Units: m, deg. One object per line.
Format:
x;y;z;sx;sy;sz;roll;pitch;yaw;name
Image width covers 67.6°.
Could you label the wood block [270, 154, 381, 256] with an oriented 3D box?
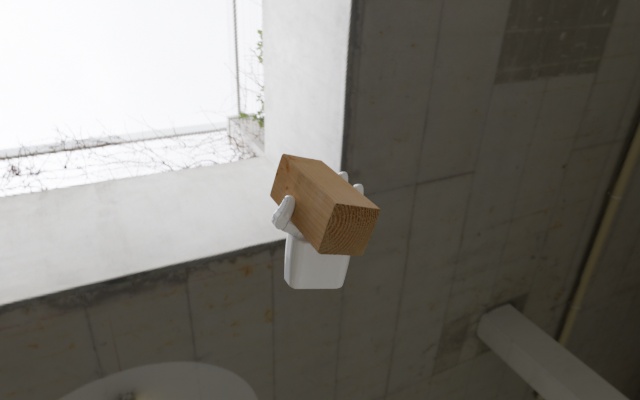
0.000;0.003;0.824;0.091;0.090;0.206;6;23;-33;wood block
